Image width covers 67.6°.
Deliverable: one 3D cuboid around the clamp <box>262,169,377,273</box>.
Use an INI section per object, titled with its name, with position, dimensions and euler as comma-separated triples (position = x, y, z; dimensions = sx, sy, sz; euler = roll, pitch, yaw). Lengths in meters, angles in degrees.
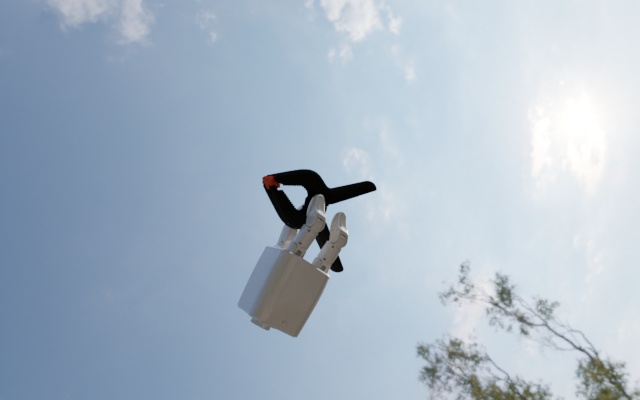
[clamp]
position = -0.001, 0.002, 0.758
dimensions = 0.210, 0.164, 0.036
euler = 37, -15, -35
